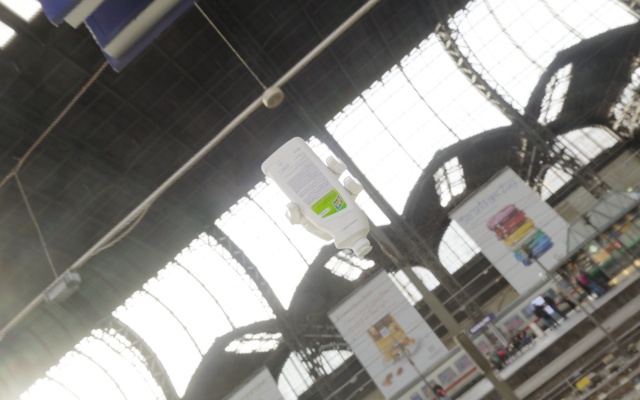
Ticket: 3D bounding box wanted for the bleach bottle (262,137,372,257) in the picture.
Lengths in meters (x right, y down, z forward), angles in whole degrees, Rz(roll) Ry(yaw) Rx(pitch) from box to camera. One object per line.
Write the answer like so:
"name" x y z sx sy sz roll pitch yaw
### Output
"bleach bottle" 0.000 0.003 0.862 0.102 0.250 0.068 -40 -25 5
